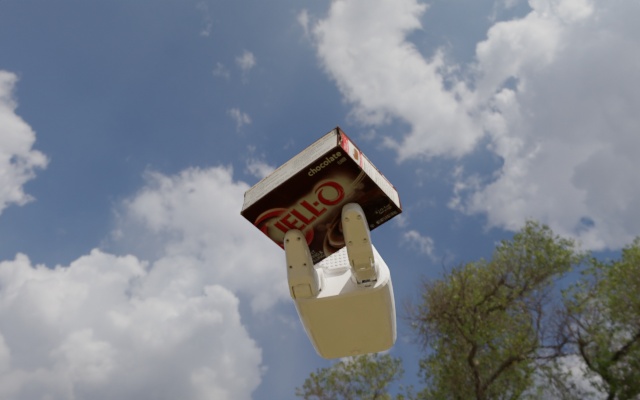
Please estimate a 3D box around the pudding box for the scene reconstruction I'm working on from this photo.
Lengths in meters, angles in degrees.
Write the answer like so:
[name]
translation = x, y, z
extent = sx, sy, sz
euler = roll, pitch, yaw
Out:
[pudding box]
translation = 0.000, 0.001, 0.423
extent = 0.113, 0.039, 0.090
euler = -35, -58, 21
